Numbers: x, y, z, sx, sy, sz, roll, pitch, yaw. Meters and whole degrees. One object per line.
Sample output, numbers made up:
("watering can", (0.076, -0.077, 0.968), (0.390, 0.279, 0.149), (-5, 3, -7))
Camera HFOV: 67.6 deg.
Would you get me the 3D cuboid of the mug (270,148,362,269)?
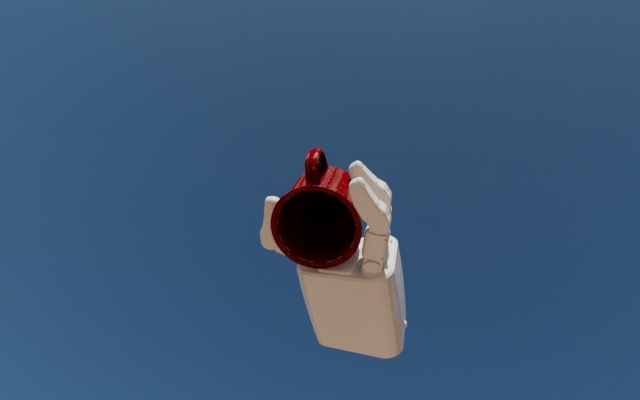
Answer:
("mug", (0.000, 0.000, 0.505), (0.093, 0.117, 0.081), (-5, 23, 13))
